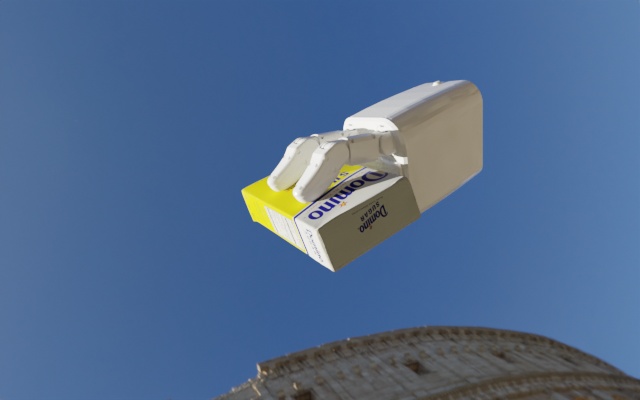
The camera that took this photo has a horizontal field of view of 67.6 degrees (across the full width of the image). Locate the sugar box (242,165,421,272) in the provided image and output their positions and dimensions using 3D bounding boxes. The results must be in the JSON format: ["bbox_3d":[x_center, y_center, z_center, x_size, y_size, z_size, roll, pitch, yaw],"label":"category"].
[{"bbox_3d":[0.000,0.001,0.446,0.093,0.048,0.176,-30,21,-20],"label":"sugar box"}]
